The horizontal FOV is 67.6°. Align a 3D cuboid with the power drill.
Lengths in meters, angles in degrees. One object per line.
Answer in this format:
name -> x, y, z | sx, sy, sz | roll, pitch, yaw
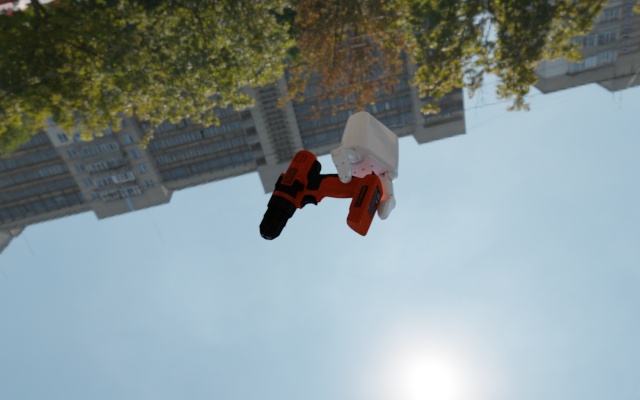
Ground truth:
power drill -> 0.001, 0.003, 0.825 | 0.187, 0.184, 0.057 | 14, -24, 25
